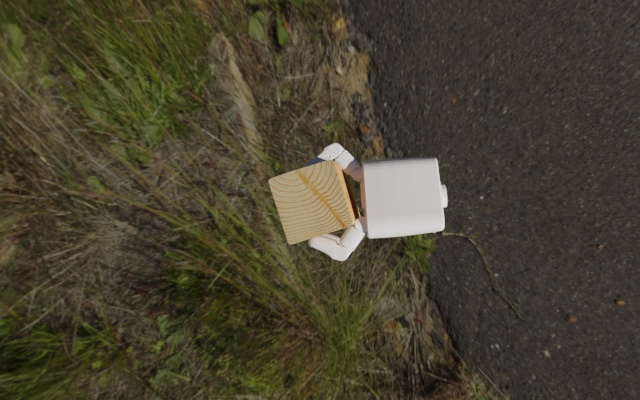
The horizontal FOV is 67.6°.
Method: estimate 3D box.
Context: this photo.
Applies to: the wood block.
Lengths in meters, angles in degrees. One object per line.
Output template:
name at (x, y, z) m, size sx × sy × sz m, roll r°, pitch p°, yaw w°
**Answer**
wood block at (0.000, 0.002, 0.705) m, size 0.090 × 0.091 × 0.206 m, roll -18°, pitch -3°, yaw 7°
